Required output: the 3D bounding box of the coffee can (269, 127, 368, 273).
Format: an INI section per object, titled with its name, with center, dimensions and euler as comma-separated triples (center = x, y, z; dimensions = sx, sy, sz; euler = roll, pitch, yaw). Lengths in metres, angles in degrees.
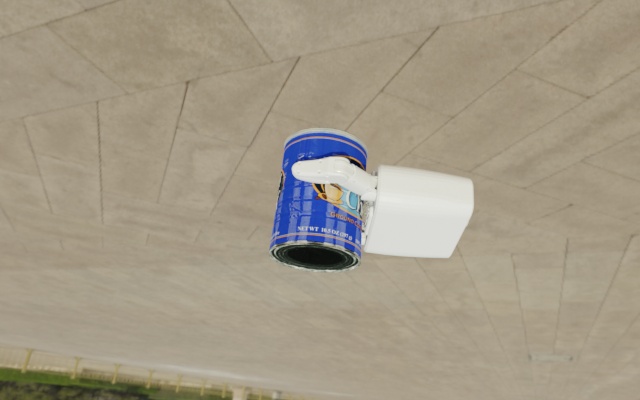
[coffee can]
center = 0.000, 0.002, 0.554
dimensions = 0.103, 0.140, 0.103
euler = 5, -24, 2
